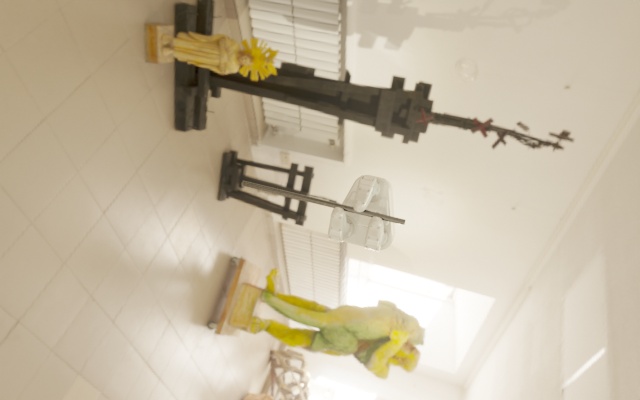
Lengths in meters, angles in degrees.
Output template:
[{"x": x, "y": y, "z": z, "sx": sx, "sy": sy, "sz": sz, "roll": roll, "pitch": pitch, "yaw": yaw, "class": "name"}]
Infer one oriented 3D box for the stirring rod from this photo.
[{"x": 0.000, "y": 0.002, "z": 0.672, "sx": 0.239, "sy": 0.011, "sz": 0.011, "roll": 14, "pitch": 3, "yaw": 13, "class": "stirring rod"}]
